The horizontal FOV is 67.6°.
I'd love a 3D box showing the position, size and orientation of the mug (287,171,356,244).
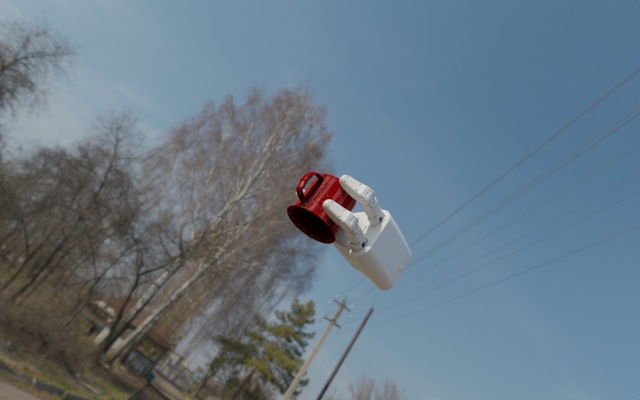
[{"bbox_3d":[-0.001,0.001,0.775,0.093,0.081,0.117,8,-38,45],"label":"mug"}]
